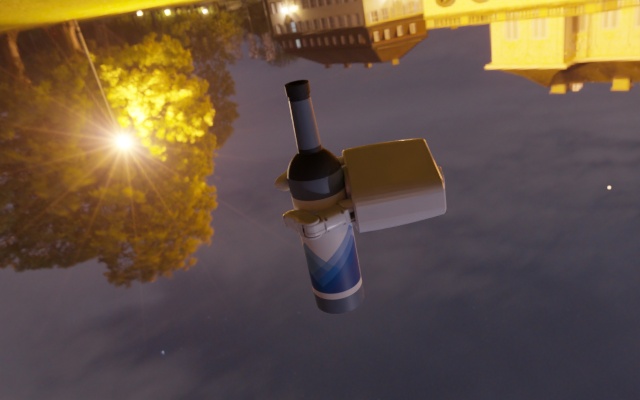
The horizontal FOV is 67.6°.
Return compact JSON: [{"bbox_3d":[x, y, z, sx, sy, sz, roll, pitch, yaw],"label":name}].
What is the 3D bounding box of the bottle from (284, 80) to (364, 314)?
[{"bbox_3d":[0.000,0.002,0.584,0.069,0.296,0.069,-9,25,4],"label":"bottle"}]
